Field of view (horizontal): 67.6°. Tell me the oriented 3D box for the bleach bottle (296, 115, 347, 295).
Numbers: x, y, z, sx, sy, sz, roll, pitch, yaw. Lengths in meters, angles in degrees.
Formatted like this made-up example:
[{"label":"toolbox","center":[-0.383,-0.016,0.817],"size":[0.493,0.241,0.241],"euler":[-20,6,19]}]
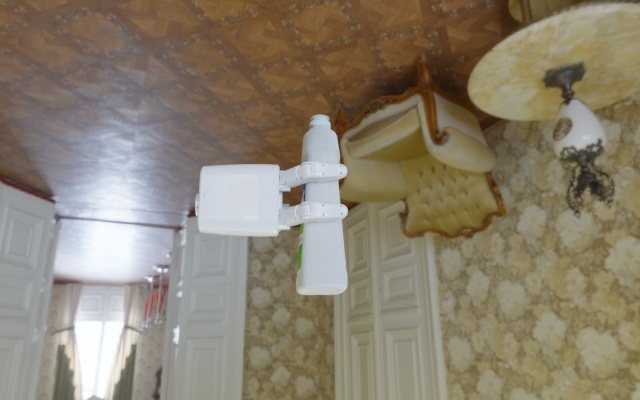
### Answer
[{"label":"bleach bottle","center":[0.000,0.002,0.676],"size":[0.068,0.250,0.102],"euler":[1,-17,-5]}]
